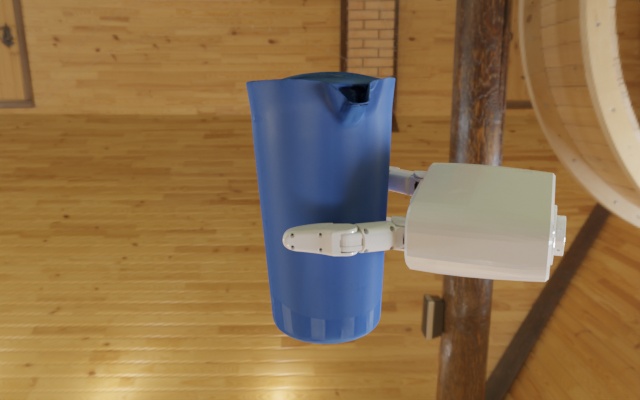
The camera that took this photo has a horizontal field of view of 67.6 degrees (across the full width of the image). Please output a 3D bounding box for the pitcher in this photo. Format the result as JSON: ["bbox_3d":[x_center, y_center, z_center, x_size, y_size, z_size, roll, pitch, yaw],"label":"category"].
[{"bbox_3d":[0.000,0.002,0.463,0.145,0.243,0.149,4,14,23],"label":"pitcher"}]
